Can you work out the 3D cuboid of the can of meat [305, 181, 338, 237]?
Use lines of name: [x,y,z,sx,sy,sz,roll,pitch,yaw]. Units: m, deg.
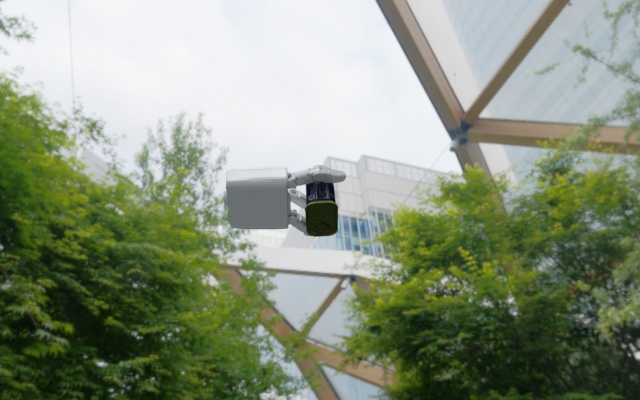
can of meat: [0.000,0.002,0.862,0.057,0.083,0.102,-4,-38,-1]
